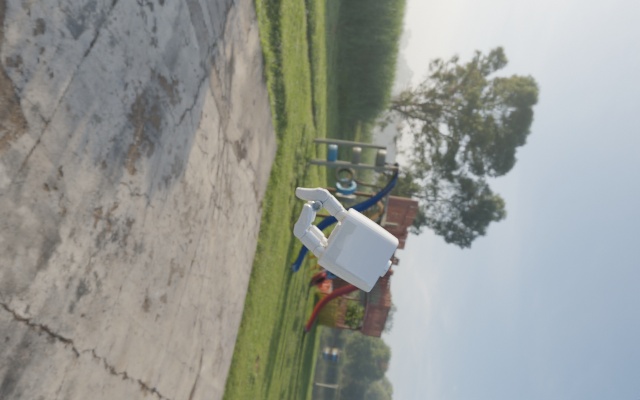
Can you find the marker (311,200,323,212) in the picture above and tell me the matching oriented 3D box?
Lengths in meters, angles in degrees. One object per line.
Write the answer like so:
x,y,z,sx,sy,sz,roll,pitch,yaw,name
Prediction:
0.000,0.003,0.896,0.020,0.020,0.121,0,8,7,marker
